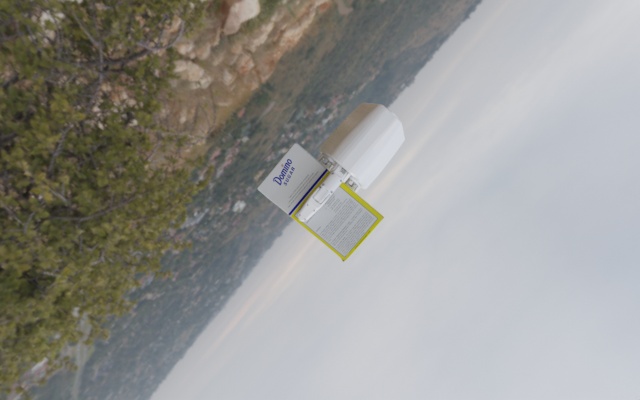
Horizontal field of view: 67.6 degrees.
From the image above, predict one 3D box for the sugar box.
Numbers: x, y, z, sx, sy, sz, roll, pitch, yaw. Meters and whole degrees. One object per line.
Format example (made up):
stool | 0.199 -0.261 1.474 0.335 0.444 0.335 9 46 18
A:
sugar box | 0.000 0.002 0.733 0.176 0.093 0.048 41 3 0
